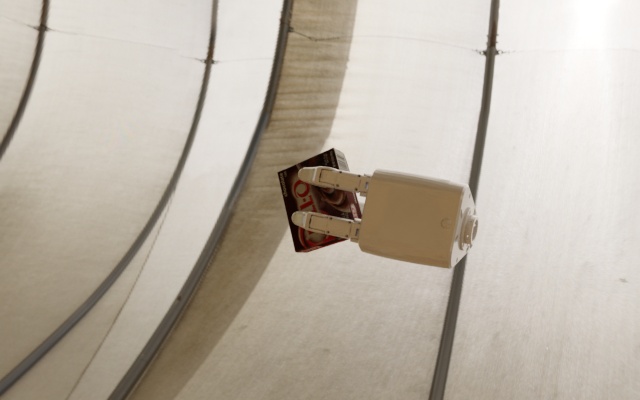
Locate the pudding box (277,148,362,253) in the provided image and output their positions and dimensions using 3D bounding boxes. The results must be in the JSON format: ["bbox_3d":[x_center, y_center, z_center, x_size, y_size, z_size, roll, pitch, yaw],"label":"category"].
[{"bbox_3d":[0.000,0.002,0.609,0.090,0.113,0.039,-21,-18,26],"label":"pudding box"}]
